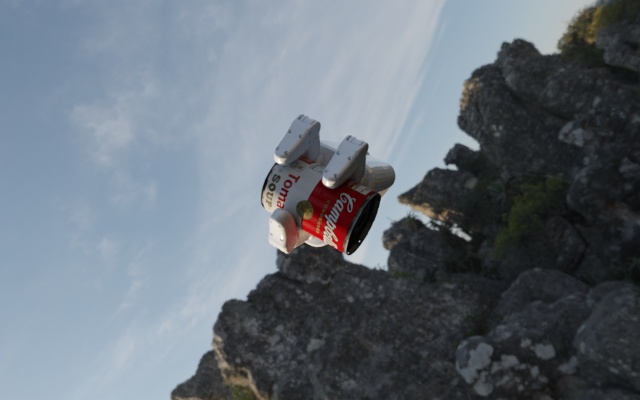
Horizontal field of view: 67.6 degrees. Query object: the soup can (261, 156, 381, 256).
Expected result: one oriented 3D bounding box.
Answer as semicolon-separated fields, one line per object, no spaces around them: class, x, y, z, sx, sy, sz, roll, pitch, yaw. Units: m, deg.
soup can;0.000;0.002;0.478;0.102;0.068;0.068;28;10;19
